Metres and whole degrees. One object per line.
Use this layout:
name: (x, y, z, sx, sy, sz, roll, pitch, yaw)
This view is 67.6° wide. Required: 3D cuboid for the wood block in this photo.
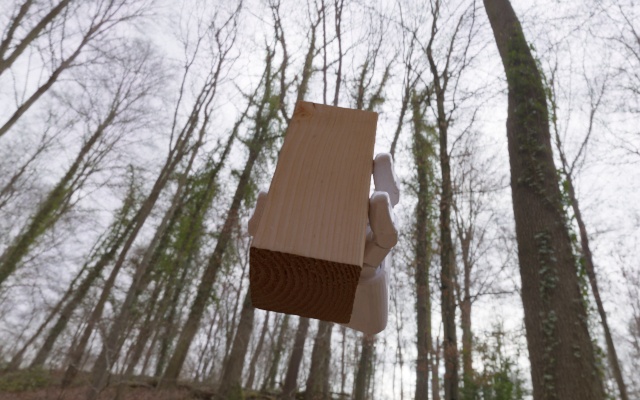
wood block: (0.000, 0.002, 0.466, 0.091, 0.090, 0.206, 9, 45, 3)
